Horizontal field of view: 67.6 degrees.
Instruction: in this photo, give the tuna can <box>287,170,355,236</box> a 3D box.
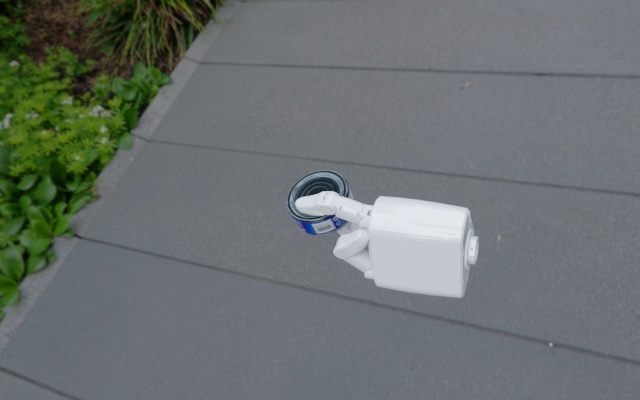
[{"bbox_3d":[0.000,0.002,0.622,0.086,0.086,0.034,0,-37,24],"label":"tuna can"}]
